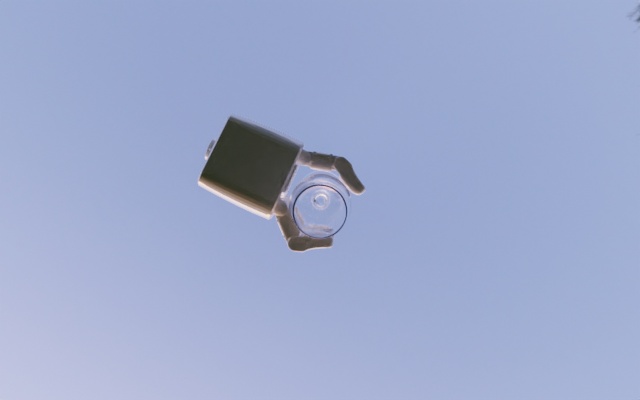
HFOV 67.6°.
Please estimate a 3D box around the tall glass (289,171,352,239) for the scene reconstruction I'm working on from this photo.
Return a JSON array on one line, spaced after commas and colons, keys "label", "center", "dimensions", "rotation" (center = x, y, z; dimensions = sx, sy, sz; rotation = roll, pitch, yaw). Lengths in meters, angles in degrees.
[{"label": "tall glass", "center": [0.000, 0.002, 0.629], "dimensions": [0.079, 0.079, 0.201], "rotation": [0, 6, 0]}]
